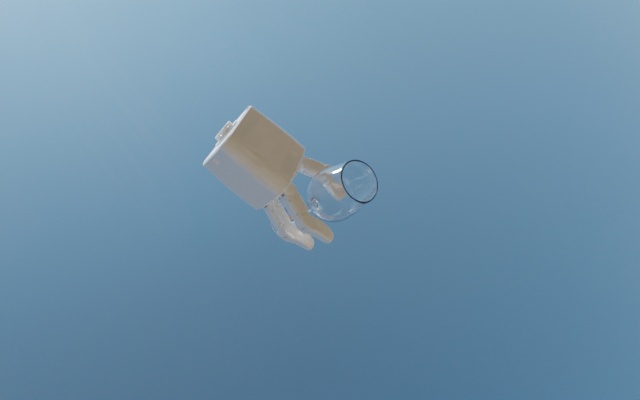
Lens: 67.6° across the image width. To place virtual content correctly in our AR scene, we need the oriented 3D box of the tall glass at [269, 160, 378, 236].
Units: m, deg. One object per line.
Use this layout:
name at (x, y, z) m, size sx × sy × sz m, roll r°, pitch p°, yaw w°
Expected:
tall glass at (0.000, 0.003, 0.716) m, size 0.079 × 0.079 × 0.201 m, roll 0°, pitch -17°, yaw -34°
